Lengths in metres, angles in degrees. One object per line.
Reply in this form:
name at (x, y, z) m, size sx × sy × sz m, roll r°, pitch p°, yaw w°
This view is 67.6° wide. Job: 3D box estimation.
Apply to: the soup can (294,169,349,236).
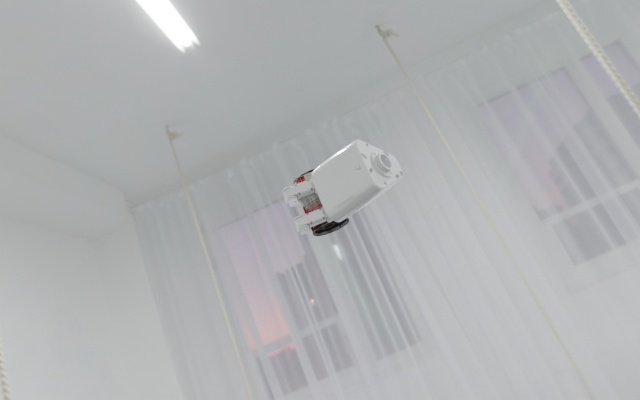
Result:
soup can at (0.000, 0.003, 0.842) m, size 0.068 × 0.102 × 0.068 m, roll -21°, pitch -18°, yaw -7°
